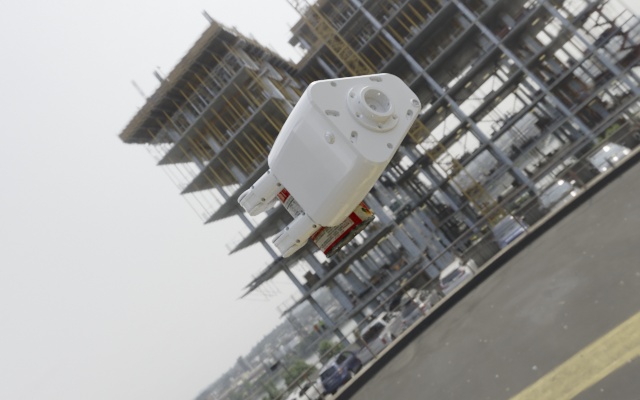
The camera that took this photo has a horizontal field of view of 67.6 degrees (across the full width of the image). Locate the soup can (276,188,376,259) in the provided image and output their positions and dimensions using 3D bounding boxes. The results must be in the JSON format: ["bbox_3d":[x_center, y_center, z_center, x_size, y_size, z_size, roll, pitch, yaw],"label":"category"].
[{"bbox_3d":[0.000,0.002,0.511,0.068,0.102,0.068,-40,-9,-8],"label":"soup can"}]
